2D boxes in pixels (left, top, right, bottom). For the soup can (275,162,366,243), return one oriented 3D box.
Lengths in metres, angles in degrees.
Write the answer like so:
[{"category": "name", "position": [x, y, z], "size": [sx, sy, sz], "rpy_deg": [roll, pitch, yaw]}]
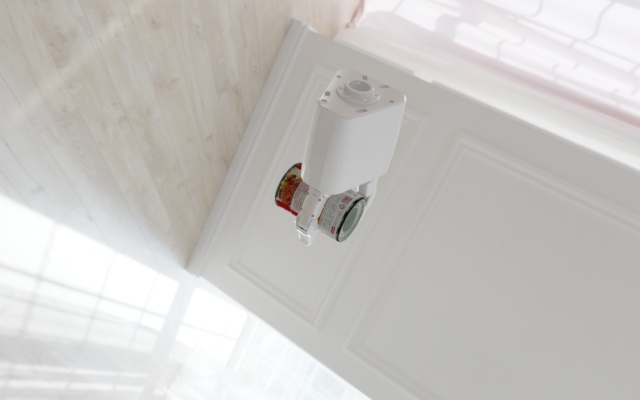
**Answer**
[{"category": "soup can", "position": [0.000, 0.003, 0.631], "size": [0.102, 0.068, 0.068], "rpy_deg": [30, 11, 19]}]
